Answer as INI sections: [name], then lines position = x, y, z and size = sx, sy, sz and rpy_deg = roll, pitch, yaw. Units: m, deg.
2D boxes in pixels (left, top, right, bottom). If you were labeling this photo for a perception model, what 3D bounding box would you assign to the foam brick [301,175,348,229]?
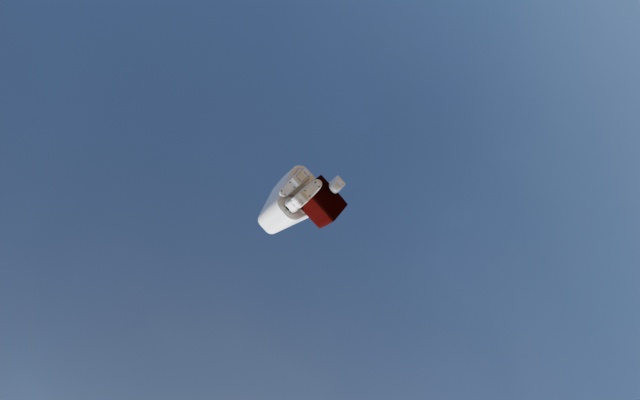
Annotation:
[foam brick]
position = 0.000, 0.003, 0.884
size = 0.053, 0.078, 0.051
rpy_deg = -45, 6, -38
